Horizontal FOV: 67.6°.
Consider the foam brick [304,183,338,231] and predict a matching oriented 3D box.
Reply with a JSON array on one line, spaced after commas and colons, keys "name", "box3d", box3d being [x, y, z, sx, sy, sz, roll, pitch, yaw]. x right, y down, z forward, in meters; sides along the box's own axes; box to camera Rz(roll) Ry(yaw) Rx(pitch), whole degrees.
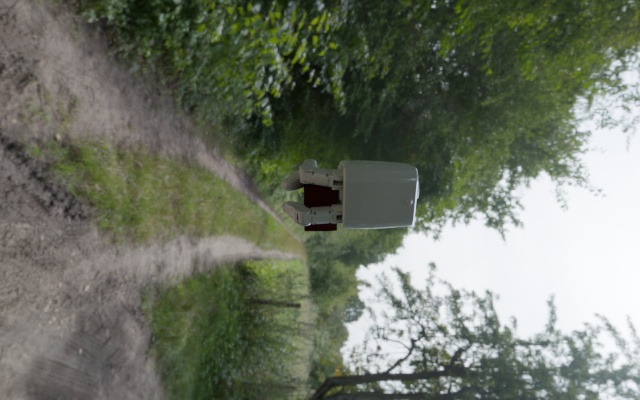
[{"name": "foam brick", "box3d": [0.000, 0.003, 0.730, 0.051, 0.078, 0.053, 0, 26, -2]}]
